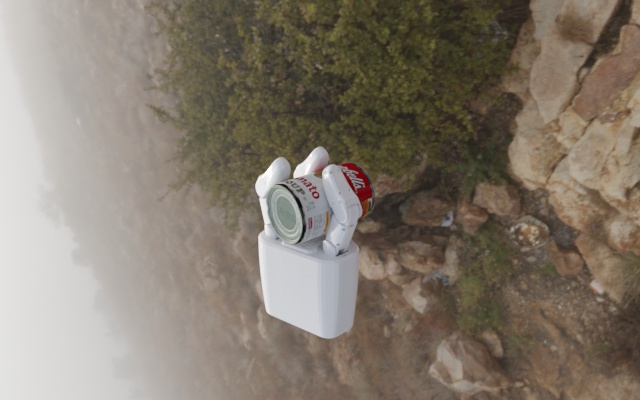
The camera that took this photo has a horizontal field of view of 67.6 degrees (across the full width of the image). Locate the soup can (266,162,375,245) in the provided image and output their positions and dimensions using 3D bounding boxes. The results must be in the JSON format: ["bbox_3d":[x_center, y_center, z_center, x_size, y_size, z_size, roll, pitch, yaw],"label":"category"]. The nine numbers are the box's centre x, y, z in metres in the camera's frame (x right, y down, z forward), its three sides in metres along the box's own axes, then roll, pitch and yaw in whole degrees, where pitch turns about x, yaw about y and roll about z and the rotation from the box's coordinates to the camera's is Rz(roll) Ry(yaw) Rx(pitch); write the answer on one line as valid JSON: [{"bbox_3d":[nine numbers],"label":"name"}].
[{"bbox_3d":[0.000,0.001,0.522,0.102,0.068,0.068,-19,11,-36],"label":"soup can"}]
